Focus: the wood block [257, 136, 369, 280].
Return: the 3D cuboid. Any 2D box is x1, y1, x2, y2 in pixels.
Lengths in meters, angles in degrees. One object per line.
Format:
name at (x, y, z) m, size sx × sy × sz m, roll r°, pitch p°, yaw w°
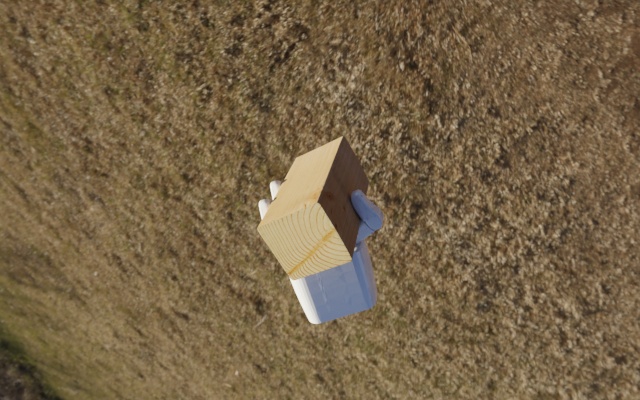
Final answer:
wood block at (0.001, 0.002, 0.660) m, size 0.091 × 0.090 × 0.206 m, roll -22°, pitch 23°, yaw 22°
